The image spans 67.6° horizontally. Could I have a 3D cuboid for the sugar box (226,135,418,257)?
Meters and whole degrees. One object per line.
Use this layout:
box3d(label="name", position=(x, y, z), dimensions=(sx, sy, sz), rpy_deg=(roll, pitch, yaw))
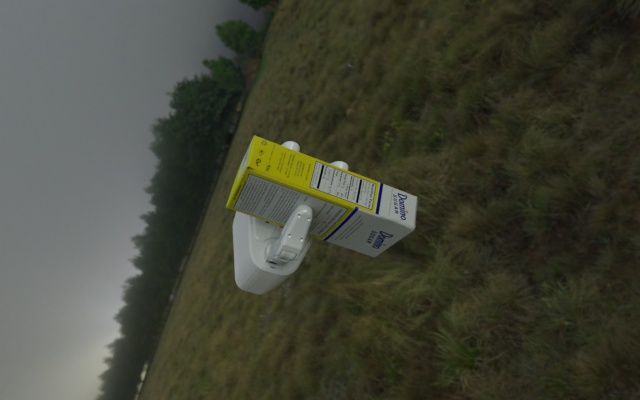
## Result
box3d(label="sugar box", position=(0.000, 0.001, 0.492), dimensions=(0.176, 0.048, 0.093), rpy_deg=(18, -29, -14))
